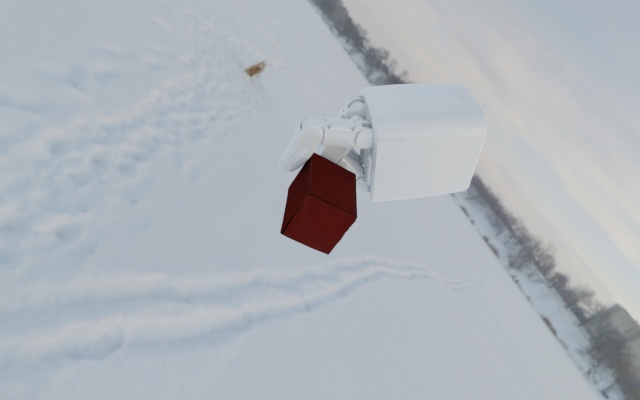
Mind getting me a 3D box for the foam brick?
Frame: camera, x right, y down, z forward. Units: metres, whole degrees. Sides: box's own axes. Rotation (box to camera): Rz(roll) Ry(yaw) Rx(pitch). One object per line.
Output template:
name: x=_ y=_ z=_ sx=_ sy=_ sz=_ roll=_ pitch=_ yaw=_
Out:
foam brick: x=0.000 y=0.002 z=0.450 sx=0.051 sy=0.053 sz=0.078 roll=28 pitch=32 yaw=-15
